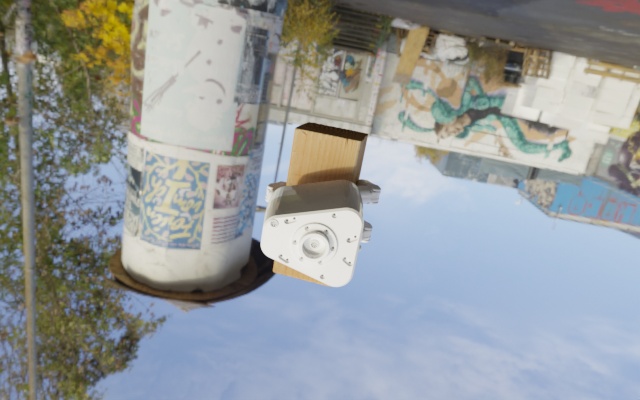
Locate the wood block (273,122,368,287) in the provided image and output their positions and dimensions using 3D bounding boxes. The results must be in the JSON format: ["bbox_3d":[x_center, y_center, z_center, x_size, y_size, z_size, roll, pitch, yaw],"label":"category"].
[{"bbox_3d":[0.000,0.002,0.675,0.091,0.206,0.090,13,17,8],"label":"wood block"}]
